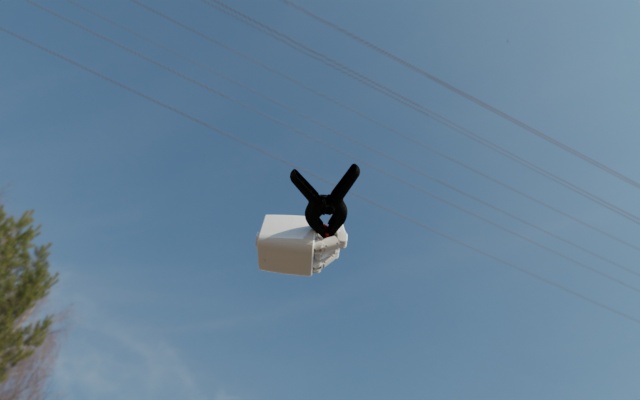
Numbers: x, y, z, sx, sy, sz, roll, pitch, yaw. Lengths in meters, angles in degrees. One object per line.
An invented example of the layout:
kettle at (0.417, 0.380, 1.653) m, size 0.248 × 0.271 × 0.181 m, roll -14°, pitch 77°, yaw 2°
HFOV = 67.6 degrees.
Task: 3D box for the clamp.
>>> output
clamp at (0.000, 0.003, 0.866) m, size 0.120 × 0.172 × 0.039 m, roll 5°, pitch 38°, yaw -5°
